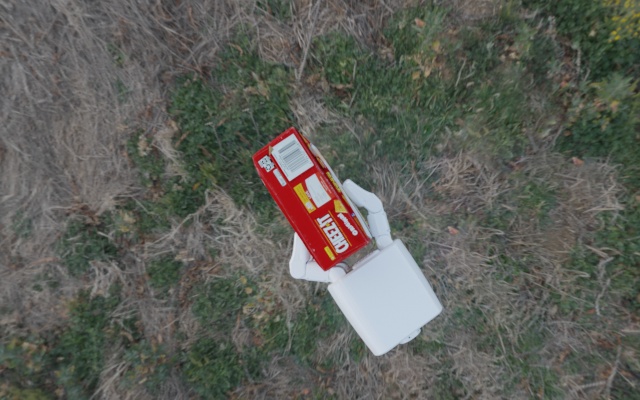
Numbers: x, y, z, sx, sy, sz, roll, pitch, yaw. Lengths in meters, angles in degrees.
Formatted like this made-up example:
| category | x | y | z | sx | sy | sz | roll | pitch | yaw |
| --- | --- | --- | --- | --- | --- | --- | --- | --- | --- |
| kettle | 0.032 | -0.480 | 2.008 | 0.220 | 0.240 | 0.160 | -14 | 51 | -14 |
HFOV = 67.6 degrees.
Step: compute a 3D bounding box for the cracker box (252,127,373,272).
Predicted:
| category | x | y | z | sx | sy | sz | roll | pitch | yaw |
| --- | --- | --- | --- | --- | --- | --- | --- | --- | --- |
| cracker box | 0.000 | 0.002 | 0.651 | 0.072 | 0.164 | 0.214 | -34 | -6 | 5 |
